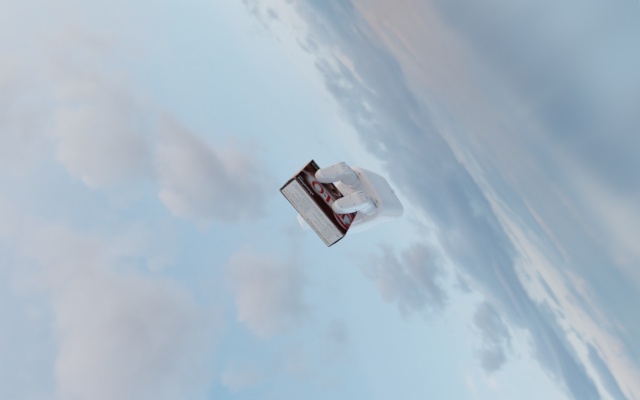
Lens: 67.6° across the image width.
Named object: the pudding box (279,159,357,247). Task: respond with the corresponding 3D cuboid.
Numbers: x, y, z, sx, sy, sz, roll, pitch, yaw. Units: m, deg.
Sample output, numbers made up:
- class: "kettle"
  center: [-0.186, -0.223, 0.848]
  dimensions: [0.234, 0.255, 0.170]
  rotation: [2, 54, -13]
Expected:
- class: "pudding box"
  center: [0.000, 0.002, 0.707]
  dimensions: [0.039, 0.113, 0.090]
  rotation: [-40, 6, 25]
